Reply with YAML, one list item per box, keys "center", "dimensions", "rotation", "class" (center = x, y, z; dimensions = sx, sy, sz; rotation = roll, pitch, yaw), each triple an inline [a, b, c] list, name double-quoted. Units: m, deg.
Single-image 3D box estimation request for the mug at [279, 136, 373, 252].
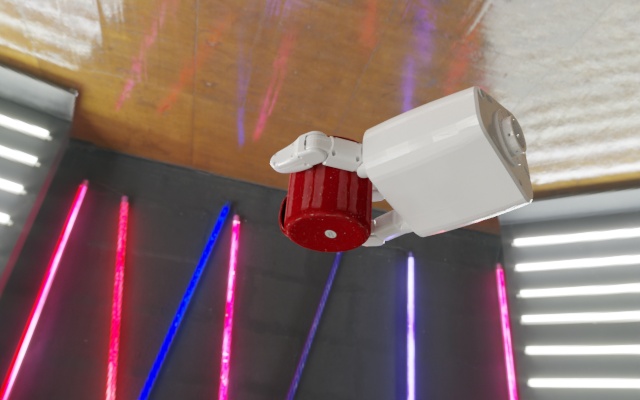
- center: [-0.001, 0.002, 0.470]
  dimensions: [0.117, 0.081, 0.093]
  rotation: [-23, -40, 37]
  class: "mug"
